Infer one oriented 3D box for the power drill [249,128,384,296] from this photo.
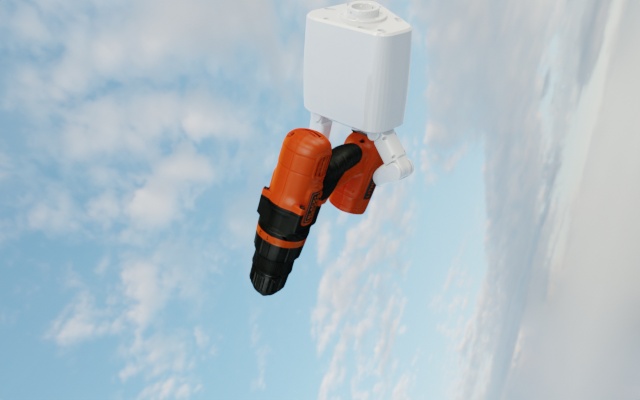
[{"bbox_3d":[0.000,0.001,0.528,0.057,0.184,0.187,29,27,19],"label":"power drill"}]
